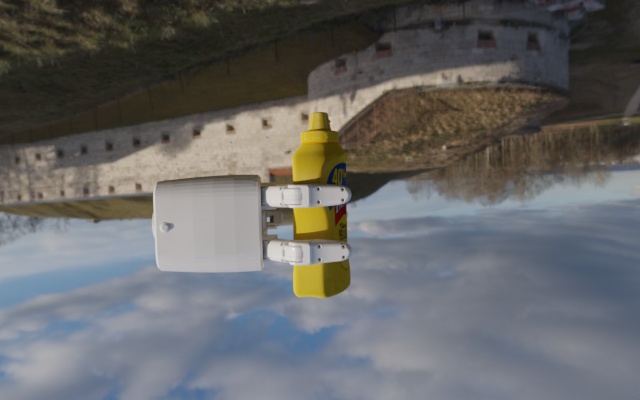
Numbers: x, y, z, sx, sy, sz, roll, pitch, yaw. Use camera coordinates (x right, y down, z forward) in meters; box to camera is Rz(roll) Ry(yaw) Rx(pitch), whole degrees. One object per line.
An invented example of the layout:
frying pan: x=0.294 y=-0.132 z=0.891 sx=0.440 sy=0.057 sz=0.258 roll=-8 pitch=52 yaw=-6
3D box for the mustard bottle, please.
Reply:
mustard bottle: x=0.000 y=0.002 z=0.516 sx=0.058 sy=0.191 sz=0.096 roll=-1 pitch=2 yaw=18
